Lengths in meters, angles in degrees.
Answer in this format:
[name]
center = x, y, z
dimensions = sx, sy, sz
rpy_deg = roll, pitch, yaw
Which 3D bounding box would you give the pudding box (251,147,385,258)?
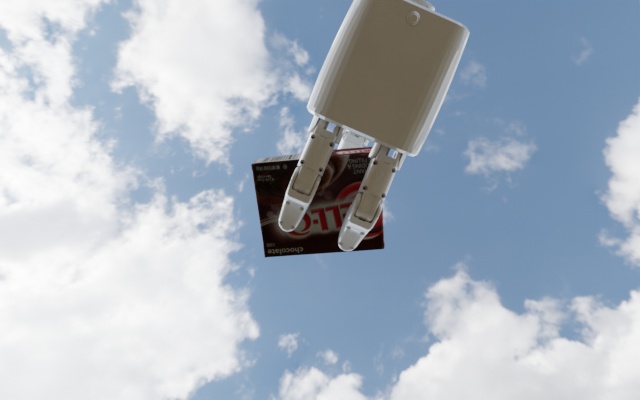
[pudding box]
center = 0.000, 0.001, 0.435
dimensions = 0.113, 0.090, 0.039
rpy_deg = -4, 16, 6
